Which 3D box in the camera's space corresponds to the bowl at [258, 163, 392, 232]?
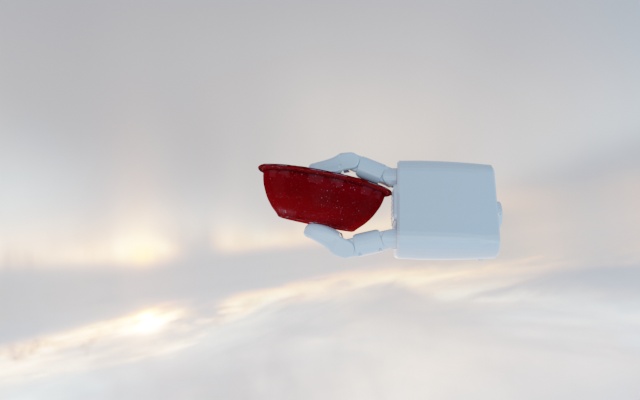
[{"bbox_3d":[-0.001,0.002,0.565,0.162,0.055,0.162,12,-5,1],"label":"bowl"}]
